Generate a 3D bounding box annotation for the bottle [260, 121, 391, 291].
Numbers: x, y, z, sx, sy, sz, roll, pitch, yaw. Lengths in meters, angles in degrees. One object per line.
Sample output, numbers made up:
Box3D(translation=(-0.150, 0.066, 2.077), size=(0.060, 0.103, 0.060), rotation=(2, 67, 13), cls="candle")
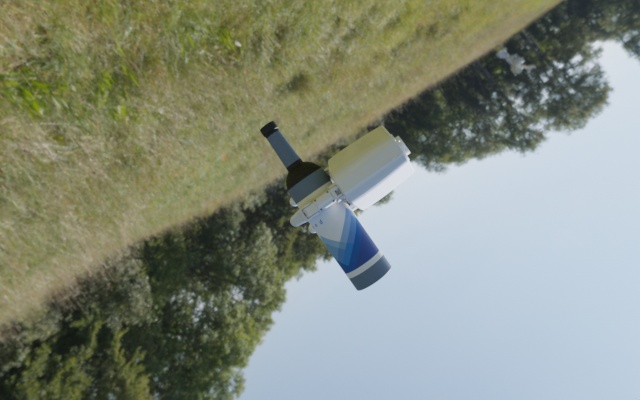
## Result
Box3D(translation=(0.000, 0.003, 0.752), size=(0.069, 0.295, 0.069), rotation=(-35, 0, 0), cls="bottle")
